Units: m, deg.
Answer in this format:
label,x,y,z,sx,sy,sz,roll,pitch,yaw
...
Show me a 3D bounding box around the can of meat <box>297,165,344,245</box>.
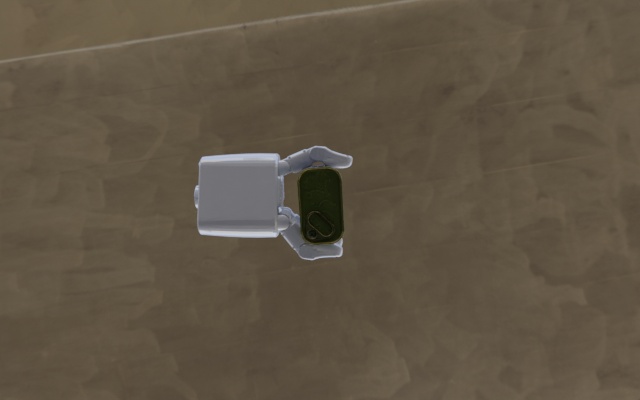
label,x,y,z,sx,sy,sz,roll,pitch,yaw
can of meat,0.000,0.002,0.656,0.057,0.102,0.084,-4,8,0
